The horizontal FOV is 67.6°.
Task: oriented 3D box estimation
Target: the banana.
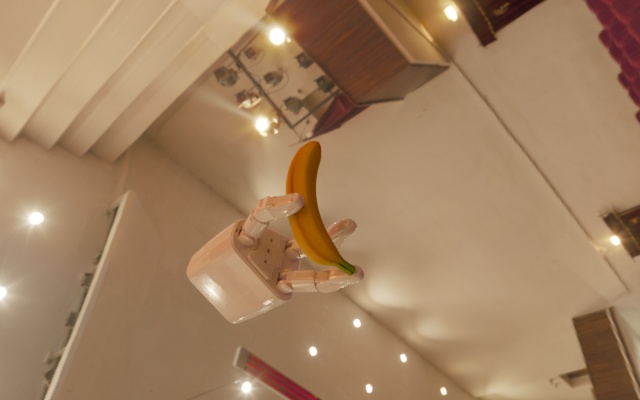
[{"bbox_3d":[-0.012,0.001,0.584,0.070,0.197,0.037,18,-42,-42],"label":"banana"}]
